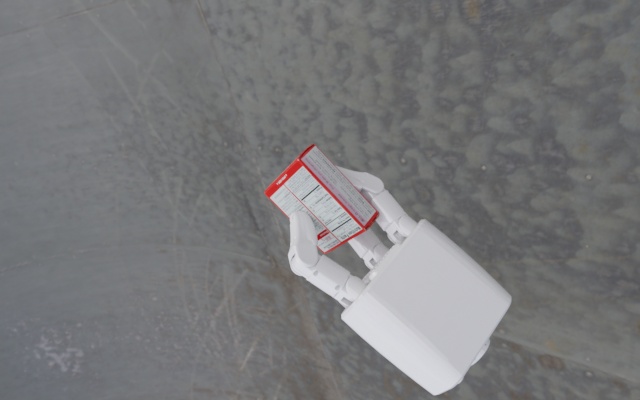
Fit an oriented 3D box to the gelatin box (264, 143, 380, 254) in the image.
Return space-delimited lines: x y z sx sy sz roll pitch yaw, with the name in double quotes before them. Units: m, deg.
"gelatin box" 0.000 0.001 0.444 0.030 0.089 0.073 -48 6 -38
